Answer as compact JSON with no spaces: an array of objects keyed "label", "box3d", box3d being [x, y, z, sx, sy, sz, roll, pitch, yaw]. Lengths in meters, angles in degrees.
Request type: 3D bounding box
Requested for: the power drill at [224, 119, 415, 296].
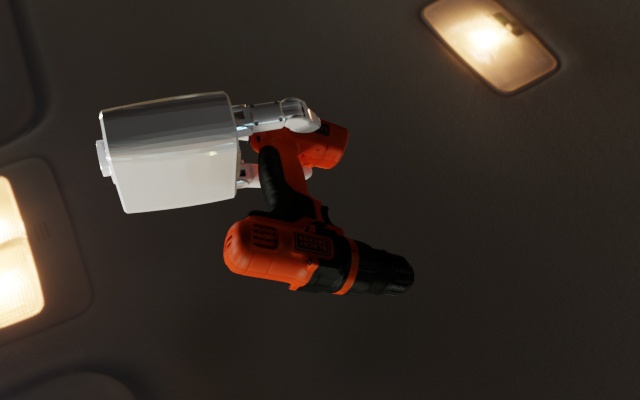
[{"label":"power drill","box3d":[0.000,0.001,0.466,0.184,0.187,0.057,15,-43,-26]}]
